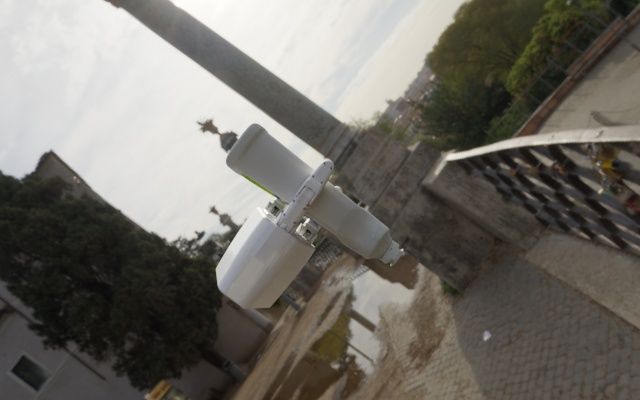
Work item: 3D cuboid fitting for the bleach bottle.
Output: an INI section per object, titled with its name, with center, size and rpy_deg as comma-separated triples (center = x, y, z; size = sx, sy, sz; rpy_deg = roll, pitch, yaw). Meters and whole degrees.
[bleach bottle]
center = 0.000, 0.002, 0.624
size = 0.251, 0.068, 0.102
rpy_deg = 36, -2, 1
